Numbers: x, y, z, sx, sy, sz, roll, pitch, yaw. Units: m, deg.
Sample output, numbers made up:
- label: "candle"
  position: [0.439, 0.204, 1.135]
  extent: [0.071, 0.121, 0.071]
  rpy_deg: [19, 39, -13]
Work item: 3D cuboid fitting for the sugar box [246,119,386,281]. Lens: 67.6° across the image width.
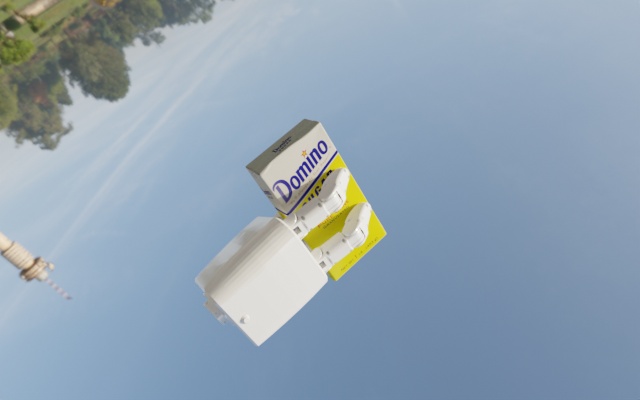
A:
- label: "sugar box"
  position: [0.000, 0.002, 0.566]
  extent: [0.093, 0.176, 0.048]
  rpy_deg: [-42, 32, -14]
